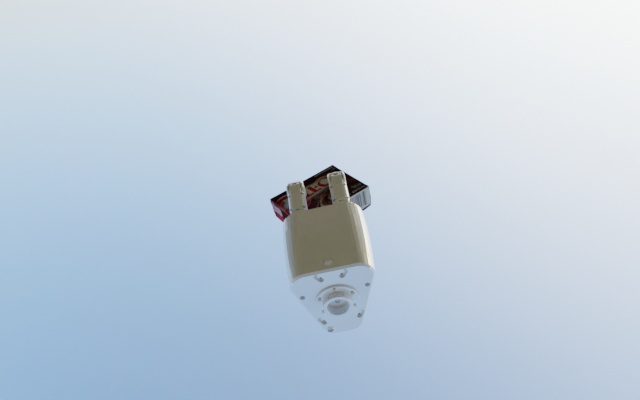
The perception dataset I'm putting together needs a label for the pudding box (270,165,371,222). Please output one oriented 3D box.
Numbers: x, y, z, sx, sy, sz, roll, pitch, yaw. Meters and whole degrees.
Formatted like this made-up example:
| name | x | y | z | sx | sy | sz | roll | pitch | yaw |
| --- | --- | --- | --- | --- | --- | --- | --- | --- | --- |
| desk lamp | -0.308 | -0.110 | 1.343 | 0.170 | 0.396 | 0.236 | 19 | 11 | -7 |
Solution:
| name | x | y | z | sx | sy | sz | roll | pitch | yaw |
| --- | --- | --- | --- | --- | --- | --- | --- | --- | --- |
| pudding box | 0.000 | 0.002 | 0.663 | 0.113 | 0.039 | 0.090 | -28 | 37 | -21 |
